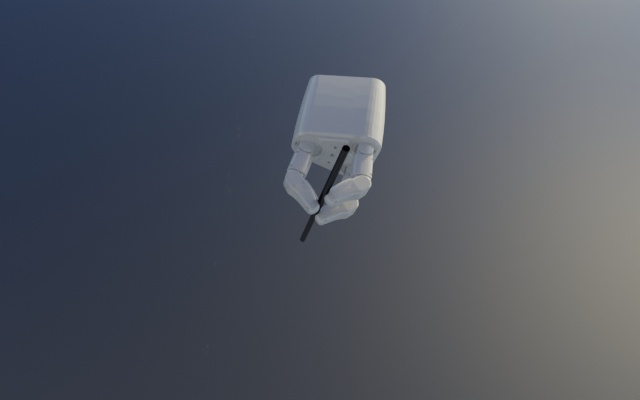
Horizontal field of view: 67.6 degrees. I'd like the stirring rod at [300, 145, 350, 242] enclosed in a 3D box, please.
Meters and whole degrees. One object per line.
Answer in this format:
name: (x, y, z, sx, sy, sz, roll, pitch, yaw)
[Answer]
stirring rod: (0.000, 0.002, 0.578, 0.011, 0.011, 0.240, 0, -26, -14)
